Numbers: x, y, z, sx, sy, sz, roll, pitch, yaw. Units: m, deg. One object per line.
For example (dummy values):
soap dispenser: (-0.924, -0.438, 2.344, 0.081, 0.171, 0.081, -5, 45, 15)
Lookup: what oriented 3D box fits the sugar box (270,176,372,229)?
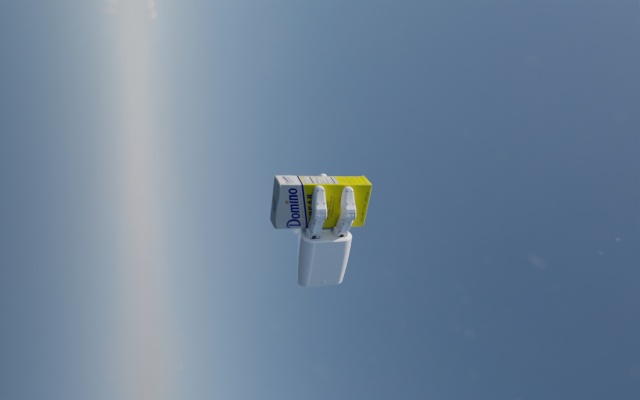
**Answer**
sugar box: (0.000, 0.003, 0.878, 0.176, 0.093, 0.048, -3, 28, -20)
